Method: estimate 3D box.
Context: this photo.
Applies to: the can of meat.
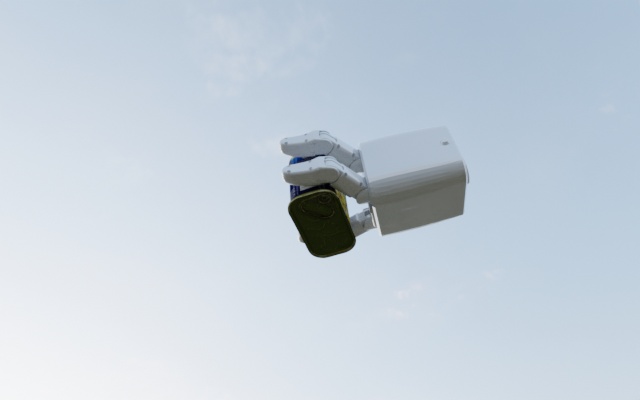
[{"bbox_3d":[0.000,0.002,0.559,0.057,0.102,0.083,-17,41,9],"label":"can of meat"}]
